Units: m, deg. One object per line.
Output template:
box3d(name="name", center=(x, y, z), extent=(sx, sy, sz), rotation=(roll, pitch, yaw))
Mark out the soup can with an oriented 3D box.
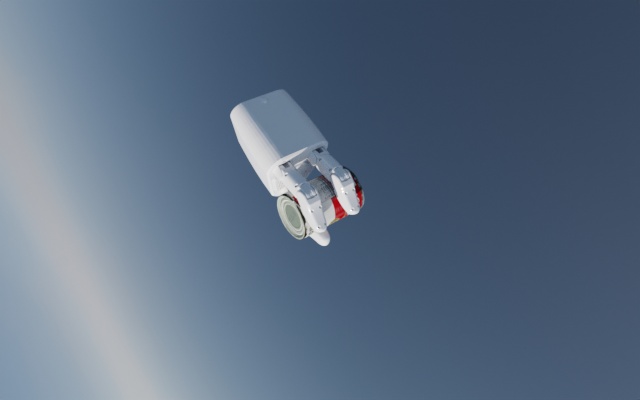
box3d(name="soup can", center=(0.000, 0.003, 0.657), extent=(0.102, 0.068, 0.068), rotation=(-27, 13, -28))
